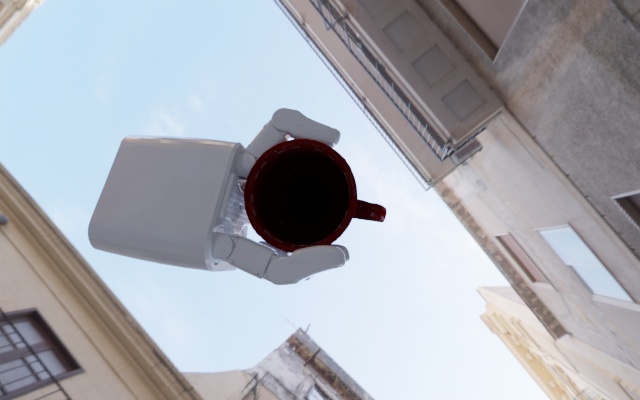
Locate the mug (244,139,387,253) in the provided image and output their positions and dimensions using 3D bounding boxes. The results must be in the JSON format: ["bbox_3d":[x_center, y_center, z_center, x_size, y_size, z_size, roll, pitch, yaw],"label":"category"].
[{"bbox_3d":[0.002,0.002,0.421,0.117,0.093,0.081,8,-4,8],"label":"mug"}]
